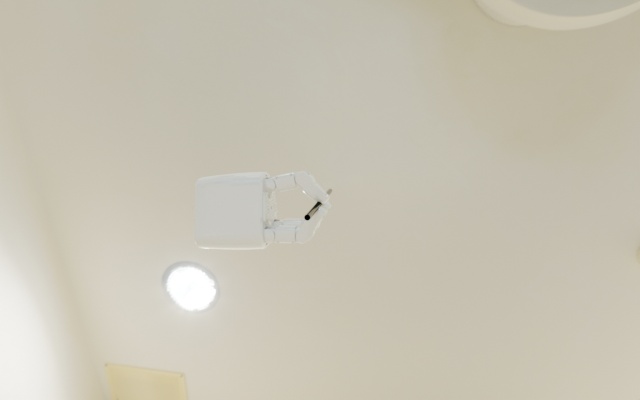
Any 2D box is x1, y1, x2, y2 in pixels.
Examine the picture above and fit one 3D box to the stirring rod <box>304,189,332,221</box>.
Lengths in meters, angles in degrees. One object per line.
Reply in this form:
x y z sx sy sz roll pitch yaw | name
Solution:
0.000 0.002 0.721 0.011 0.011 0.239 0 9 8 | stirring rod
